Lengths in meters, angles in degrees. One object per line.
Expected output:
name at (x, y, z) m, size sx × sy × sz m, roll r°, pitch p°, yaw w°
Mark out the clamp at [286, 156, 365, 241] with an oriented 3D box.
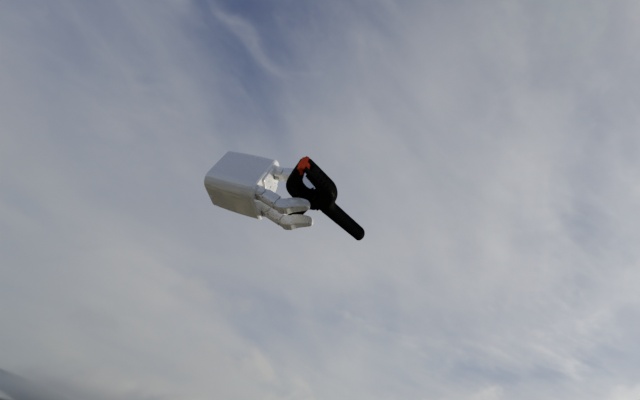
clamp at (0.000, 0.002, 0.866) m, size 0.164 × 0.036 × 0.210 m, roll 12°, pitch -34°, yaw 14°
